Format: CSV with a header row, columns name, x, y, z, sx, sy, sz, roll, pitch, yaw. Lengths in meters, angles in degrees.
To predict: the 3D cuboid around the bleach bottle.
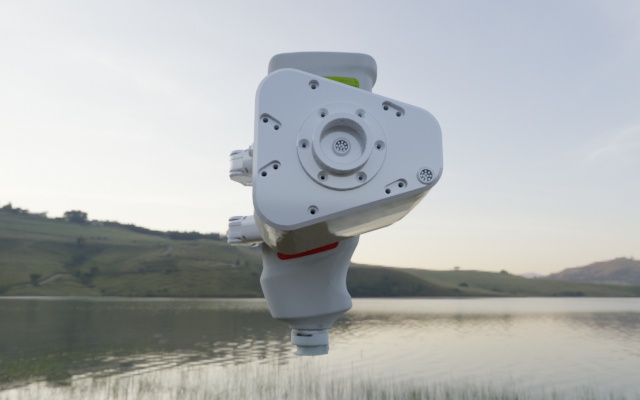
name,x,y,z,sx,sy,sz,roll,pitch,yaw
bleach bottle,0.000,0.001,0.411,0.102,0.250,0.068,0,-11,-2
